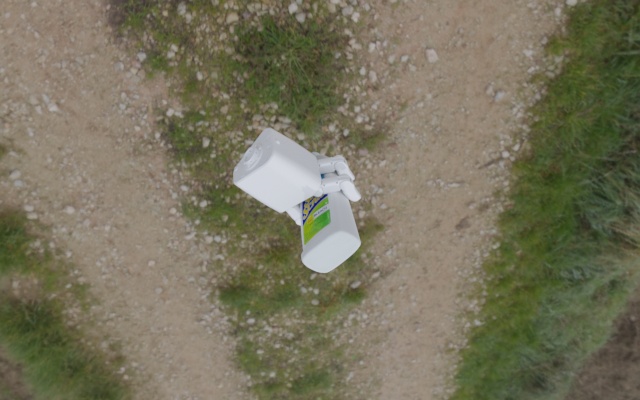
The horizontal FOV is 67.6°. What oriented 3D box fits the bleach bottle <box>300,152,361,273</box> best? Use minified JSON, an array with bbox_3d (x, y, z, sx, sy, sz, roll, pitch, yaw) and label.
[{"bbox_3d":[0.000,0.003,0.865,0.068,0.250,0.102,33,-62,-34],"label":"bleach bottle"}]
